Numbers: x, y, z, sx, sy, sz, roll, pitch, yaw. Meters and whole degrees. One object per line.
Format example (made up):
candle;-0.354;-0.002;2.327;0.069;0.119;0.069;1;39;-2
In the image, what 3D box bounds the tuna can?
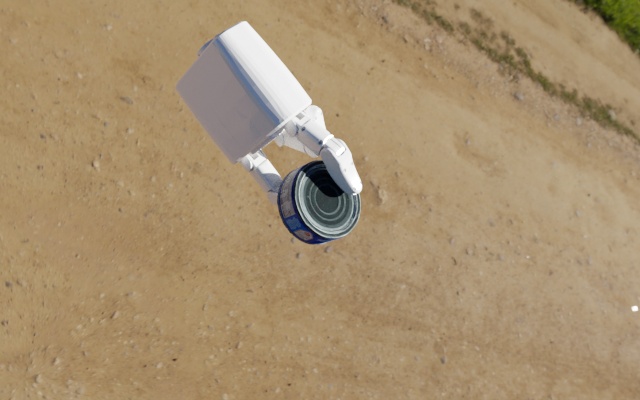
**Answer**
tuna can;0.000;0.002;0.498;0.086;0.086;0.034;0;-13;-35
